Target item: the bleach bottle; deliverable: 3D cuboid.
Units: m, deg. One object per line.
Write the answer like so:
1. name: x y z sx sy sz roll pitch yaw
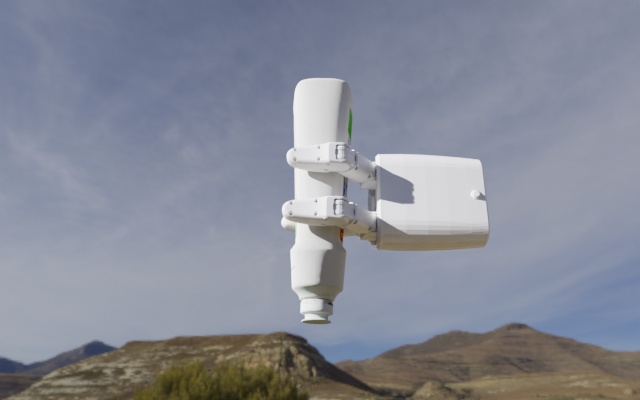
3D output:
1. bleach bottle: 0.000 0.002 0.502 0.068 0.250 0.103 1 -22 2
